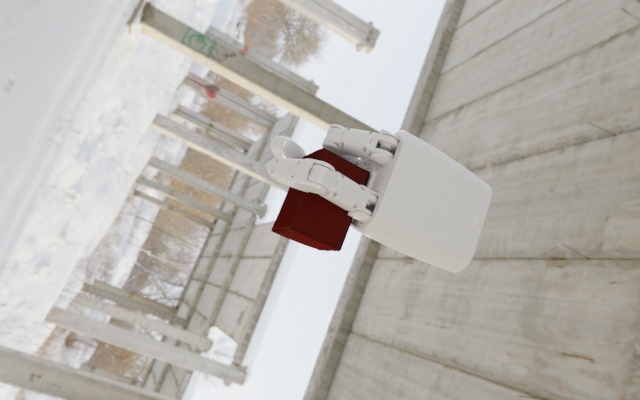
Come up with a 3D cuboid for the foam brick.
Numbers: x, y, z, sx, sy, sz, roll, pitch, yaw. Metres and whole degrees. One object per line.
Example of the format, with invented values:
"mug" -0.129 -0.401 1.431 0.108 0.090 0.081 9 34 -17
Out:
"foam brick" 0.000 0.002 0.426 0.051 0.078 0.053 27 -14 -19
